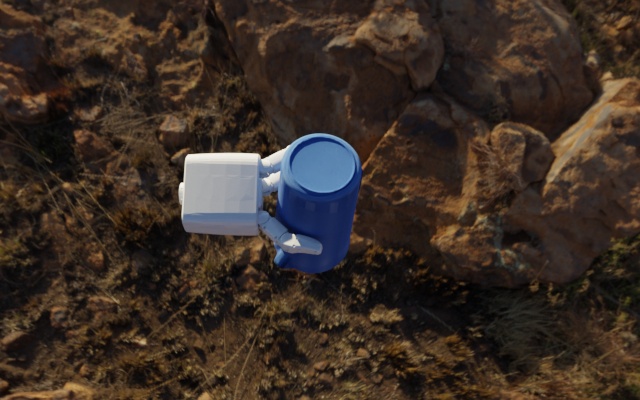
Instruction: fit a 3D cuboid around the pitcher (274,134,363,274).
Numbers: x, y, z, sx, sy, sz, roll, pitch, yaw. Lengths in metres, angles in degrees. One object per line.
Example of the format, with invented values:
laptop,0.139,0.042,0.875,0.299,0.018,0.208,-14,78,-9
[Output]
pitcher,0.000,0.002,0.730,0.145,0.149,0.243,2,-28,-4
